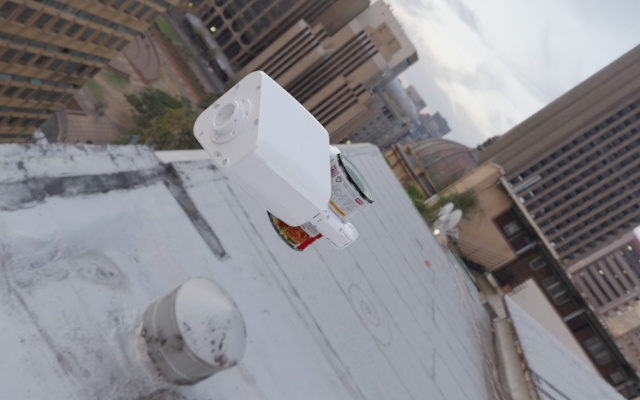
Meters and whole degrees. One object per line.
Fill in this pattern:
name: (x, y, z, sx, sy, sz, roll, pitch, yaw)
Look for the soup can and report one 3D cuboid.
soup can: (0.001, 0.002, 0.533, 0.102, 0.068, 0.068, -35, -10, 15)
